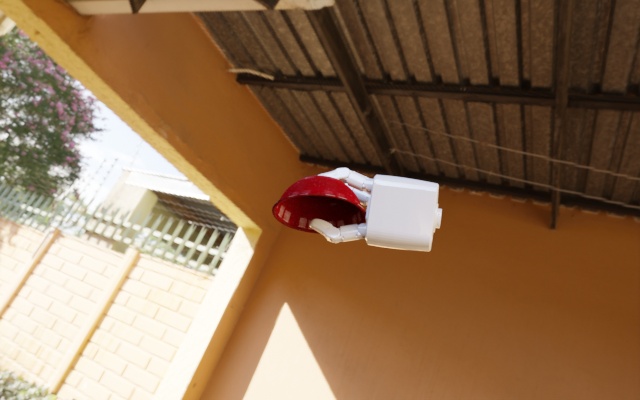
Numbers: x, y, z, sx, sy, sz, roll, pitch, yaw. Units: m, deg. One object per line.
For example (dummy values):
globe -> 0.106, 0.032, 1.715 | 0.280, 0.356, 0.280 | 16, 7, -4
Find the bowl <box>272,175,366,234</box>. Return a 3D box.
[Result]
bowl -> -0.001, 0.002, 0.818 | 0.162, 0.055, 0.162 | 3, -26, 1
